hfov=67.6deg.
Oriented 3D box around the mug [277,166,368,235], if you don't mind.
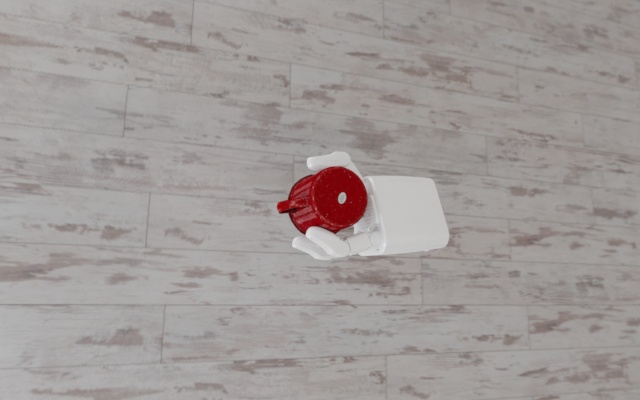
[{"bbox_3d":[-0.001,0.002,0.634,0.117,0.093,0.081,-3,-9,-22],"label":"mug"}]
